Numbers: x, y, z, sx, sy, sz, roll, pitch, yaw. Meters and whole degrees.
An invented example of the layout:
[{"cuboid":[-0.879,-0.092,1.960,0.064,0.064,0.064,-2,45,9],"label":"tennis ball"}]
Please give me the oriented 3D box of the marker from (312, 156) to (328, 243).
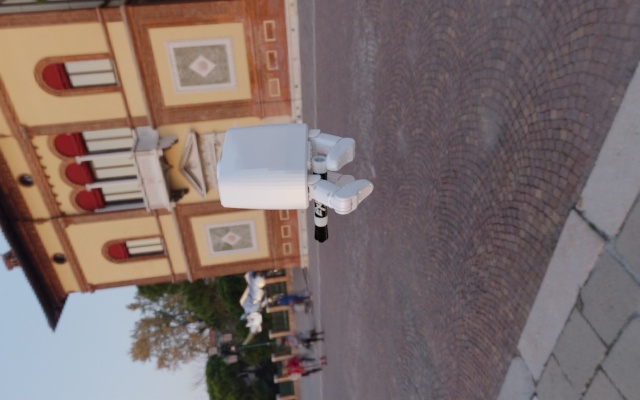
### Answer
[{"cuboid":[0.000,0.002,0.601,0.020,0.121,0.020,-1,31,1],"label":"marker"}]
